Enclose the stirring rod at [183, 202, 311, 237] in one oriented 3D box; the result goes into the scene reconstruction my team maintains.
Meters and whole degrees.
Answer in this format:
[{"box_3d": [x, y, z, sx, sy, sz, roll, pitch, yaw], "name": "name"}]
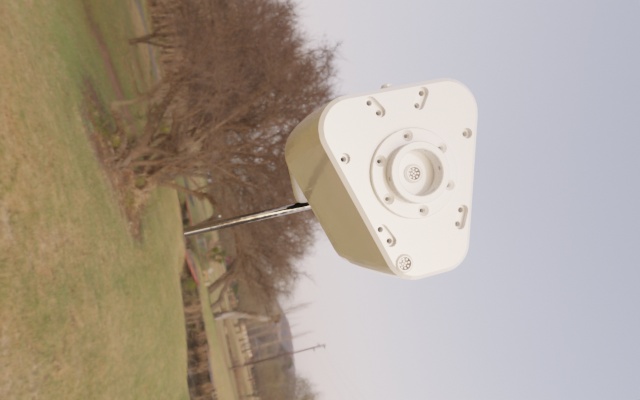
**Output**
[{"box_3d": [0.000, 0.001, 0.427, 0.239, 0.011, 0.011, -13, 3, -12], "name": "stirring rod"}]
